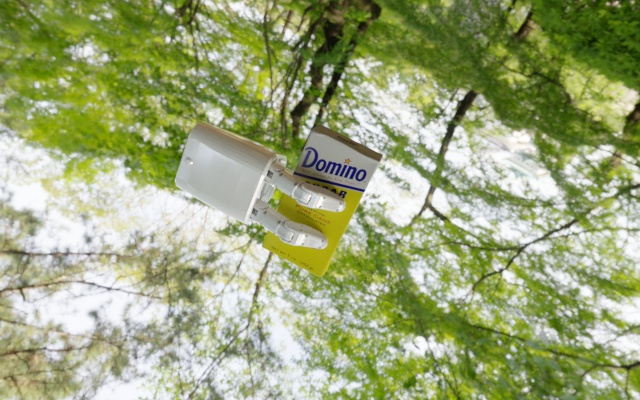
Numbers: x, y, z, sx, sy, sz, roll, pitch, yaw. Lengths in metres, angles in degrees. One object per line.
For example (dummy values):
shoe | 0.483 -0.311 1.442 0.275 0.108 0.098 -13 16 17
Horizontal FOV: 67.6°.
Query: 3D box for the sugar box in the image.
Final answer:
sugar box | 0.000 0.002 0.612 0.093 0.176 0.048 26 23 4
